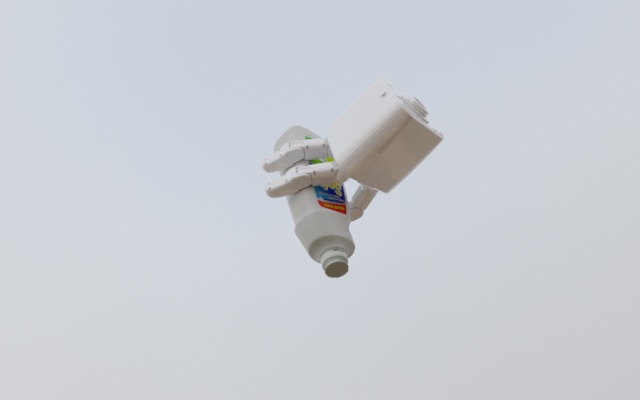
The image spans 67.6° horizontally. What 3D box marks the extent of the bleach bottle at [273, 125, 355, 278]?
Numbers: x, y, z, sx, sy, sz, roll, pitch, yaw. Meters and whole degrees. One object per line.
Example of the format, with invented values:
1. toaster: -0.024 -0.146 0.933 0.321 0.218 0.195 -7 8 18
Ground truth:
1. bleach bottle: 0.000 0.002 0.633 0.102 0.068 0.250 31 27 -33
